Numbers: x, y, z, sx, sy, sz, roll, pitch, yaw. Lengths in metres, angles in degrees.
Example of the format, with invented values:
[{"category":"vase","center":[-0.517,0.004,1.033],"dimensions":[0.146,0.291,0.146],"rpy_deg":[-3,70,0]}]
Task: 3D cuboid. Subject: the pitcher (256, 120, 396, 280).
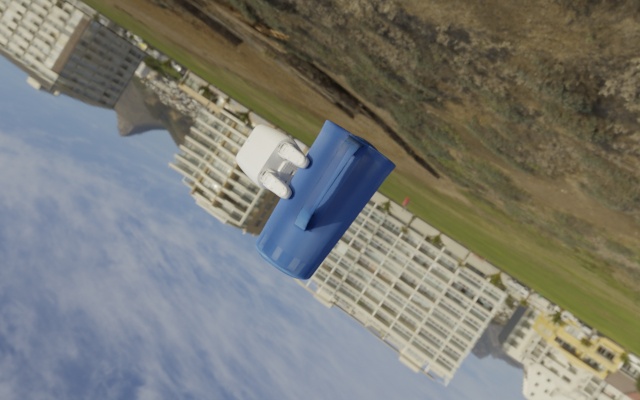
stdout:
[{"category":"pitcher","center":[0.000,0.002,0.761],"dimensions":[0.149,0.243,0.145],"rpy_deg":[30,5,-40]}]
